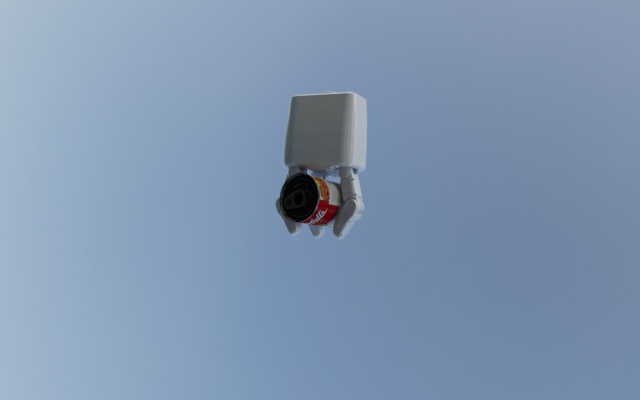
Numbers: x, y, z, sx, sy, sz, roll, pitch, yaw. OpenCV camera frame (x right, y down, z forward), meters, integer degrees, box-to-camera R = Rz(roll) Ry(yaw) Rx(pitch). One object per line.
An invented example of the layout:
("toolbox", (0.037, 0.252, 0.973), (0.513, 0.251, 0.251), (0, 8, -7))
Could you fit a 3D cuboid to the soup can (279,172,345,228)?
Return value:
("soup can", (0.000, 0.003, 0.678), (0.068, 0.068, 0.102), (0, -7, 36))
